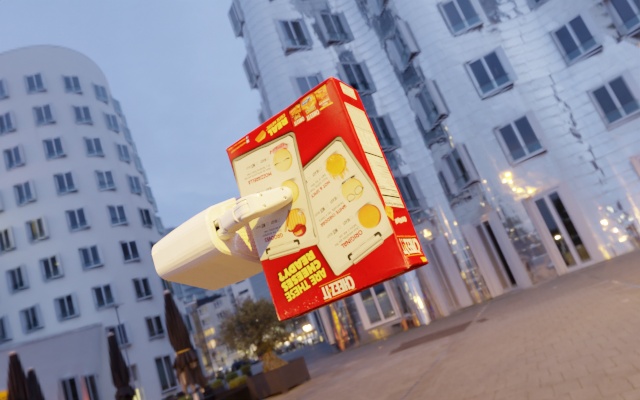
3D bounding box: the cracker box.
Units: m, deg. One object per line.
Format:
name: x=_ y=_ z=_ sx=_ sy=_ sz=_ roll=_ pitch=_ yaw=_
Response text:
cracker box: x=0.000 y=0.002 z=0.529 sx=0.164 sy=0.213 sz=0.072 roll=-28 pitch=-17 yaw=28
